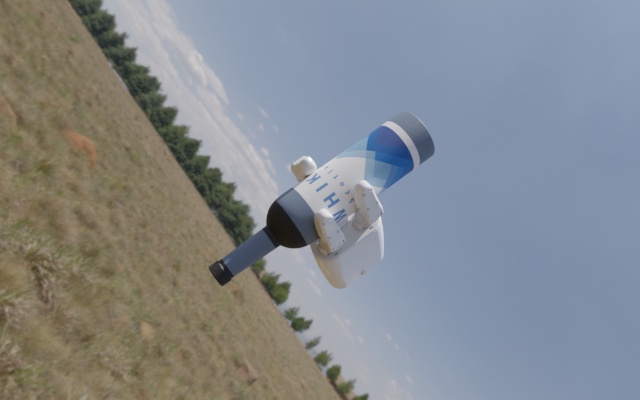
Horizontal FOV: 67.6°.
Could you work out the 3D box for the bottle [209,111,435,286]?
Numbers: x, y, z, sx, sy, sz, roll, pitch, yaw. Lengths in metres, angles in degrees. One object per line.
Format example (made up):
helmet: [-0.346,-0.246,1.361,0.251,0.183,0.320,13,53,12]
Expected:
bottle: [0.000,0.002,0.561,0.295,0.069,0.069,-35,7,-10]
